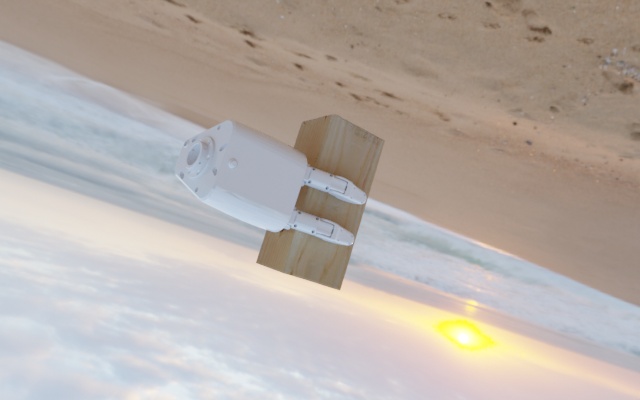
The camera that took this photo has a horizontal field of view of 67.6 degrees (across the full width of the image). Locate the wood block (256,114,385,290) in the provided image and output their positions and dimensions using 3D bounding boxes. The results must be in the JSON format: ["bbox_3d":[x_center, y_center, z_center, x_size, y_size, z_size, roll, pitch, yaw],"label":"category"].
[{"bbox_3d":[0.000,0.002,0.638,0.090,0.206,0.091,22,-9,-29],"label":"wood block"}]
